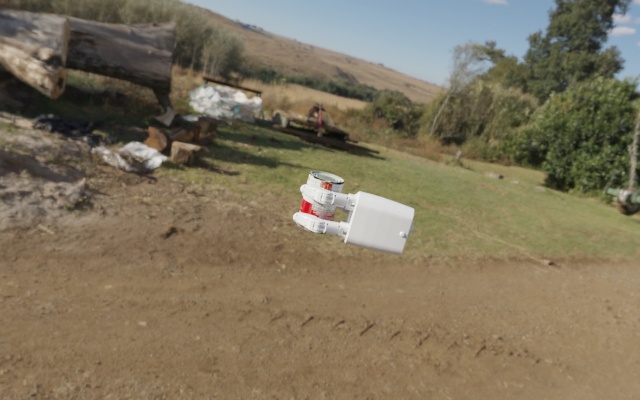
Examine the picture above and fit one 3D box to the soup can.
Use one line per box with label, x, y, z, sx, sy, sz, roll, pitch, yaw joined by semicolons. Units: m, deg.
soup can;0.000;0.002;0.894;0.068;0.102;0.068;14;15;-4
